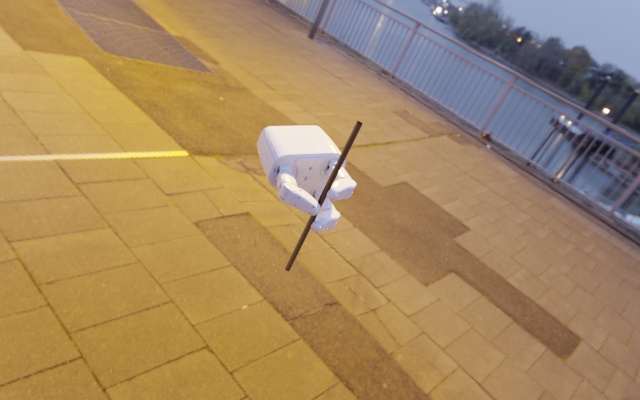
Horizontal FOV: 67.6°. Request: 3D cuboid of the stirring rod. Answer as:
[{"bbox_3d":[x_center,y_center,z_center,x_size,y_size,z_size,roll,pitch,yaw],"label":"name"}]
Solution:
[{"bbox_3d":[0.000,0.002,0.636,0.011,0.240,0.011,21,26,-11],"label":"stirring rod"}]
